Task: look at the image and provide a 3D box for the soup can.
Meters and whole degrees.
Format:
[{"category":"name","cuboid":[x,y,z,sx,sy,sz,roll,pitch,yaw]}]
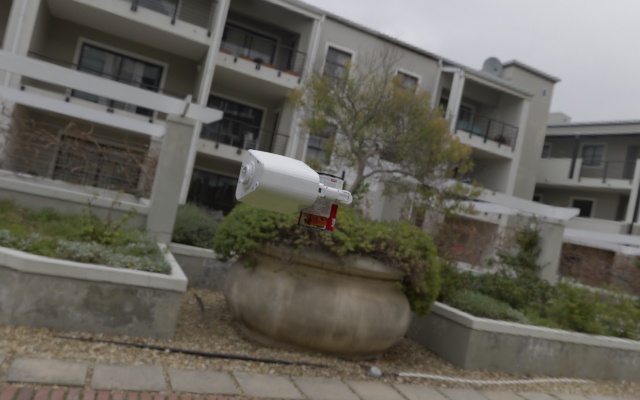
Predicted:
[{"category":"soup can","cuboid":[0.001,0.003,0.875,0.068,0.102,0.068,12,-2,0]}]
